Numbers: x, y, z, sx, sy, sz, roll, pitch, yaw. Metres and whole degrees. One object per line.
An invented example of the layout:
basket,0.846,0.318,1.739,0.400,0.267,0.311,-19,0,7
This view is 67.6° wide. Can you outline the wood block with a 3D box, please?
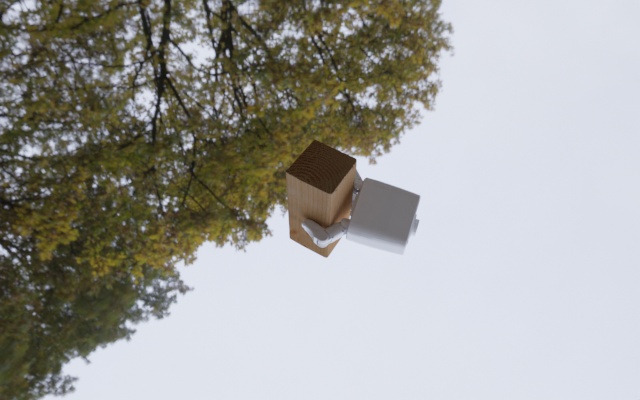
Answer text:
wood block,0.000,0.003,0.870,0.090,0.090,0.206,27,-33,17
